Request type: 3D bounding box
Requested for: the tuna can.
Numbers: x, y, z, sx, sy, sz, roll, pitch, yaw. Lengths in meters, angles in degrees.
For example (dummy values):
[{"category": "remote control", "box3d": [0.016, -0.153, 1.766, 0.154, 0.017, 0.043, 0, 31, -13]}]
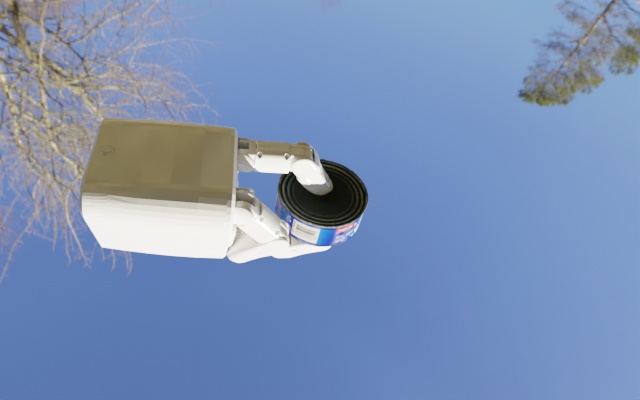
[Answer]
[{"category": "tuna can", "box3d": [0.000, 0.002, 0.457, 0.086, 0.086, 0.034, 0, -41, -14]}]
